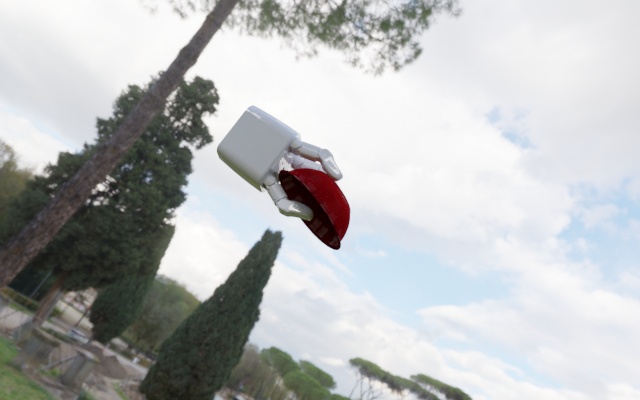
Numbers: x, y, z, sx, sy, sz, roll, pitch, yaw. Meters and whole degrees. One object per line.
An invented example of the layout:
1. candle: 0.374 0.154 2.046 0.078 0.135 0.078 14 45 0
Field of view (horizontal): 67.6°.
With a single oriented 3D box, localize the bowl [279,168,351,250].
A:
1. bowl: 0.001 0.003 0.791 0.055 0.162 0.162 -36 11 -16
